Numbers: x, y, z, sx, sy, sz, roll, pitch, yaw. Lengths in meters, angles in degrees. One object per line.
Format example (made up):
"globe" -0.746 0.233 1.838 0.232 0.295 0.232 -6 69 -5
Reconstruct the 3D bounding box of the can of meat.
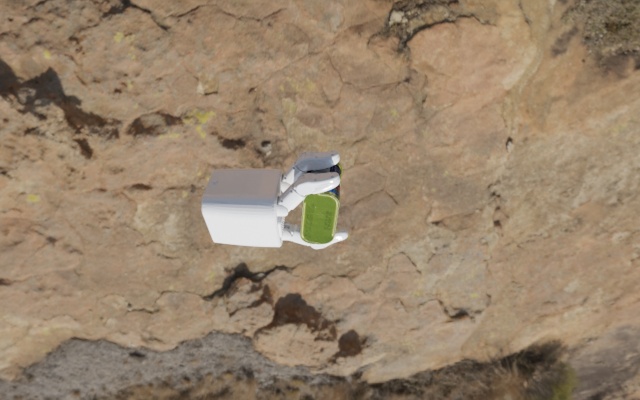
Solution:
"can of meat" 0.000 0.003 0.704 0.057 0.102 0.084 6 38 0
